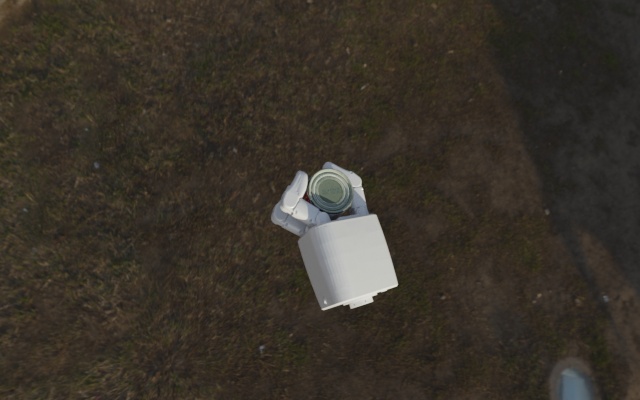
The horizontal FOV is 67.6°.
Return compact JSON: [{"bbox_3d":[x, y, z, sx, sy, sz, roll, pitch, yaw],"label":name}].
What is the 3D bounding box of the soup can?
[{"bbox_3d":[0.000,0.002,0.690,0.068,0.068,0.102,0,-18,-17],"label":"soup can"}]
